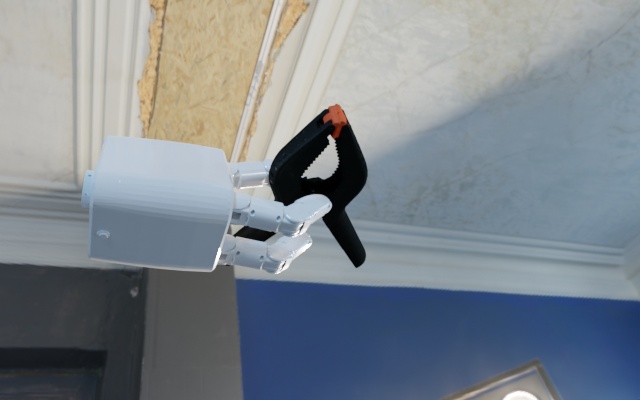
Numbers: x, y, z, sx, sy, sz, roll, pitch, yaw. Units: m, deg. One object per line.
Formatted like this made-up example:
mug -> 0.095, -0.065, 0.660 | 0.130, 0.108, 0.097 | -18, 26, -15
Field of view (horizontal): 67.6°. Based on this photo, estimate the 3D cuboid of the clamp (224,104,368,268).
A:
clamp -> 0.000, 0.001, 0.479 | 0.164, 0.210, 0.036 | 8, 42, -21
